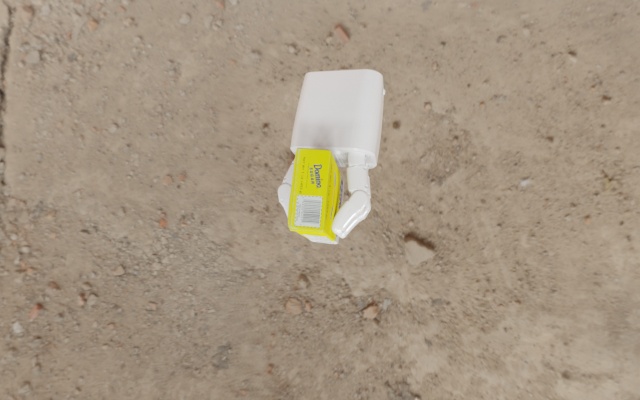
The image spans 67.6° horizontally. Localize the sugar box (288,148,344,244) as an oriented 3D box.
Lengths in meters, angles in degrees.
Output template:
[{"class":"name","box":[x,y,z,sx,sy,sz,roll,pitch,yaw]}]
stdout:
[{"class":"sugar box","box":[0.001,0.002,0.600,0.048,0.093,0.176,5,-8,11]}]
